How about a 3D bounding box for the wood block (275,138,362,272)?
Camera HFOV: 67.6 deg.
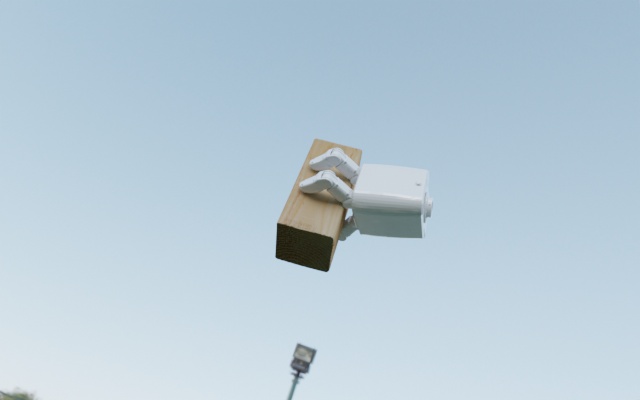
[{"bbox_3d":[0.001,0.003,0.788,0.090,0.091,0.206,14,46,7],"label":"wood block"}]
